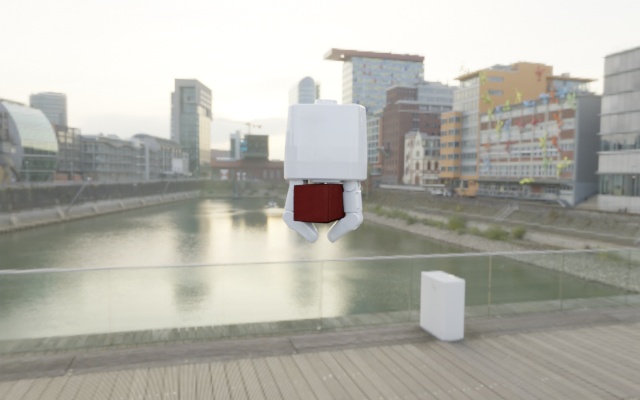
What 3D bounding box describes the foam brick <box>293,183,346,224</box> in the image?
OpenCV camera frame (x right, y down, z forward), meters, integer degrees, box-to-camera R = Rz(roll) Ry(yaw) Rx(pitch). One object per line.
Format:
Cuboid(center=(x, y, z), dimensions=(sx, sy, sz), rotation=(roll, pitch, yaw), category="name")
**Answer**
Cuboid(center=(0.000, 0.002, 0.668), dimensions=(0.053, 0.051, 0.078), rotation=(3, 4, 20), category="foam brick")
